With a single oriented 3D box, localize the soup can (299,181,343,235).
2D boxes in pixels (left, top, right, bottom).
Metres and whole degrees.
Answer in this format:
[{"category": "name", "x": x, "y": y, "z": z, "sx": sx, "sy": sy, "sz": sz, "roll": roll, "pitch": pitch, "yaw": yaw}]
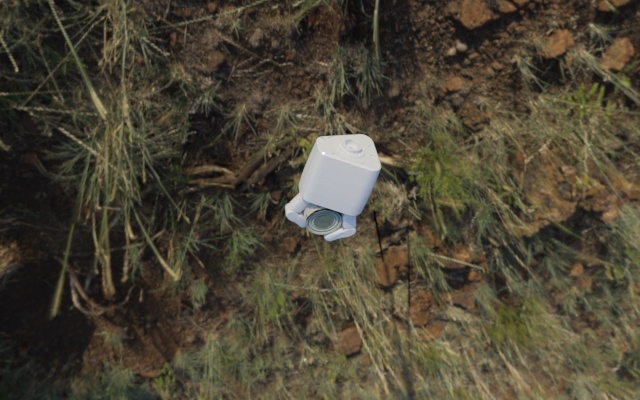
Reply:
[{"category": "soup can", "x": 0.000, "y": 0.003, "z": 0.868, "sx": 0.068, "sy": 0.102, "sz": 0.069, "roll": -6, "pitch": -43, "yaw": -5}]
